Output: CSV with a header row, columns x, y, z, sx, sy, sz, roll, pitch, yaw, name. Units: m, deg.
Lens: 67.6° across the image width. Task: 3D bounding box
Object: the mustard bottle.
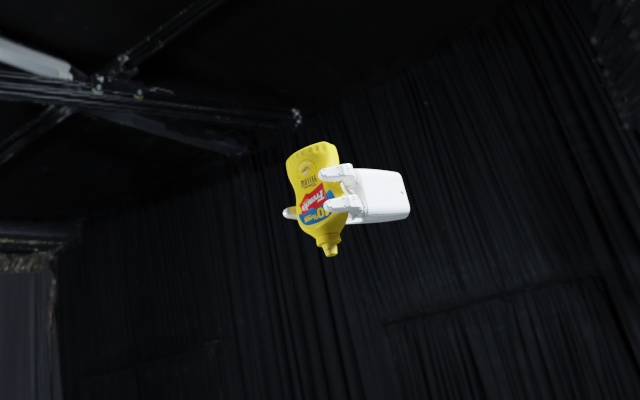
x,y,z,sx,sy,sz,roll,pitch,yaw,name
0.000,0.002,0.827,0.096,0.191,0.058,-22,-20,29,mustard bottle
